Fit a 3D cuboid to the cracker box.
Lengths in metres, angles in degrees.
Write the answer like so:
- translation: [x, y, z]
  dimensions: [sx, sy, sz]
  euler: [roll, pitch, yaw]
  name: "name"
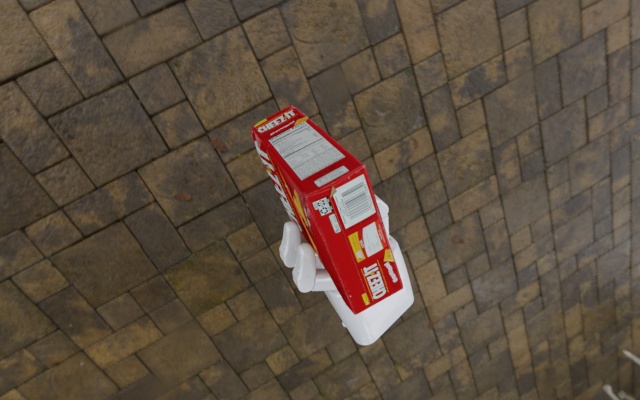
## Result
- translation: [0.000, 0.002, 0.553]
  dimensions: [0.072, 0.164, 0.213]
  euler: [-28, 33, -9]
  name: "cracker box"
